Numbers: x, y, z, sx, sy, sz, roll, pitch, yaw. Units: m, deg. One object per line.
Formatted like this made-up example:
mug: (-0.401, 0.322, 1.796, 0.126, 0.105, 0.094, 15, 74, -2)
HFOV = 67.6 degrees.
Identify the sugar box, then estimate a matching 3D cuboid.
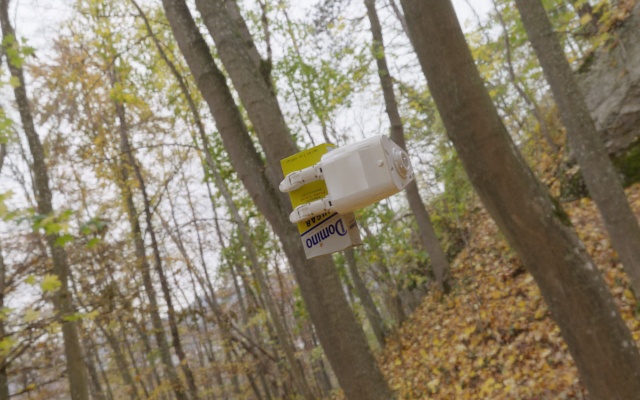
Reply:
sugar box: (0.000, 0.002, 0.797, 0.093, 0.176, 0.048, -20, -10, 29)
